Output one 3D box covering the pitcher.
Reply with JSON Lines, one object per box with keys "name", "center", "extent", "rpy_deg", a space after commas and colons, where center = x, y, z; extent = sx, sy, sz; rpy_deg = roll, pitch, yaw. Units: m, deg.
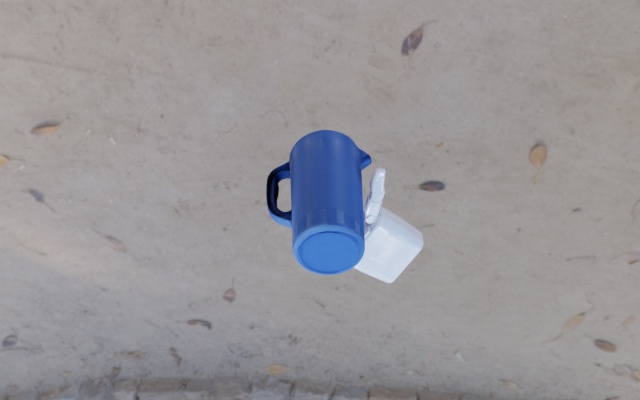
{"name": "pitcher", "center": [0.000, 0.003, 0.792], "extent": [0.145, 0.242, 0.149], "rpy_deg": [29, -56, -23]}
